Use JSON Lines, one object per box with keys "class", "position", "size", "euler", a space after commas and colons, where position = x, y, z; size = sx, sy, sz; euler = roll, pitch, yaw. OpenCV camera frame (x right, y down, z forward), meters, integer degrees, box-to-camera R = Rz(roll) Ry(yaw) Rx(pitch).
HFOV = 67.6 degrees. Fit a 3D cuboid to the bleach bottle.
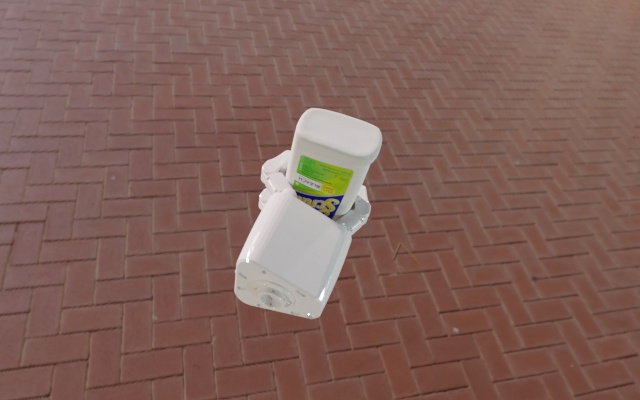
{"class": "bleach bottle", "position": [0.000, 0.002, 0.633], "size": [0.102, 0.068, 0.251], "euler": [19, -42, 4]}
